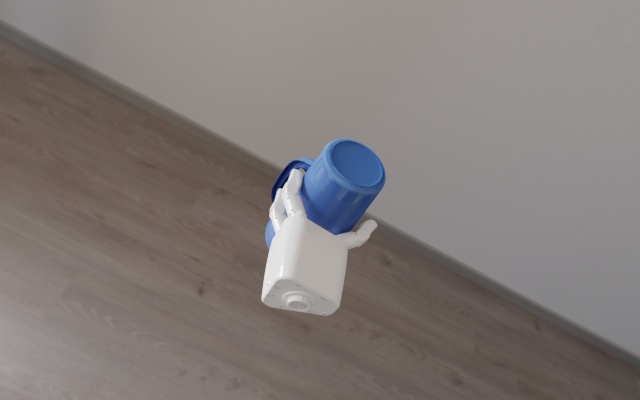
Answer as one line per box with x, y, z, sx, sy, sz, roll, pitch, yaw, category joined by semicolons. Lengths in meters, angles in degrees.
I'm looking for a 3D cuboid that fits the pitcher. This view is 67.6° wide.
0.000;0.003;0.806;0.149;0.145;0.243;22;-42;-12;pitcher
